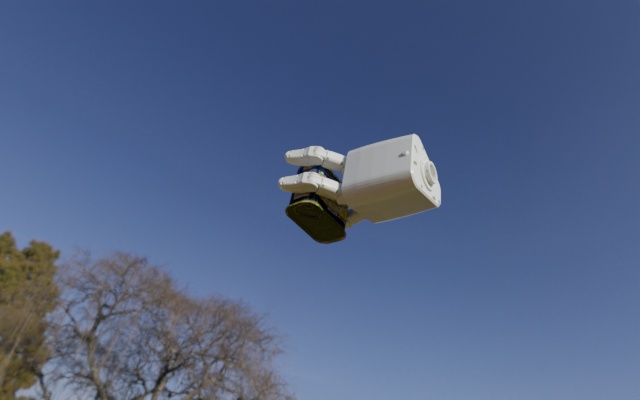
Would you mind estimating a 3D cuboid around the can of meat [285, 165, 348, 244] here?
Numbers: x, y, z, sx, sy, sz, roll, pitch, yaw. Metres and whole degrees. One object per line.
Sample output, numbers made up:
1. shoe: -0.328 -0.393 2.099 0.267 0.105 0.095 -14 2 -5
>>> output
1. can of meat: 0.000 0.002 0.724 0.057 0.084 0.102 -18 -46 33
